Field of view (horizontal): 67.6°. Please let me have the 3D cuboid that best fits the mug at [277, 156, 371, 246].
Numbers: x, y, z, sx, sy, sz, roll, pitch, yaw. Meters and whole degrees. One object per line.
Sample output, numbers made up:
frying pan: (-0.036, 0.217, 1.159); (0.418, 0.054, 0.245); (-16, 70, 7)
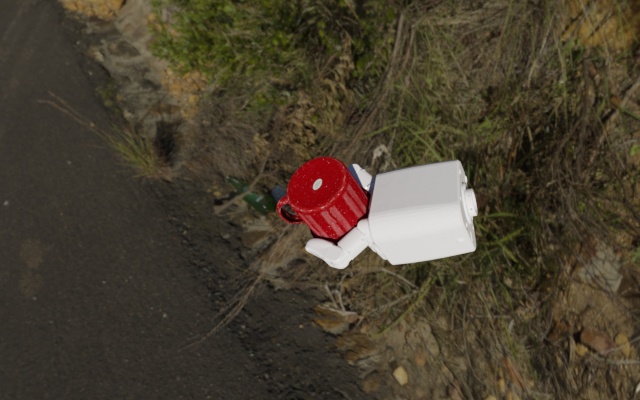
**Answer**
mug: (-0.001, 0.002, 0.594); (0.117, 0.093, 0.081); (-12, -36, 22)
